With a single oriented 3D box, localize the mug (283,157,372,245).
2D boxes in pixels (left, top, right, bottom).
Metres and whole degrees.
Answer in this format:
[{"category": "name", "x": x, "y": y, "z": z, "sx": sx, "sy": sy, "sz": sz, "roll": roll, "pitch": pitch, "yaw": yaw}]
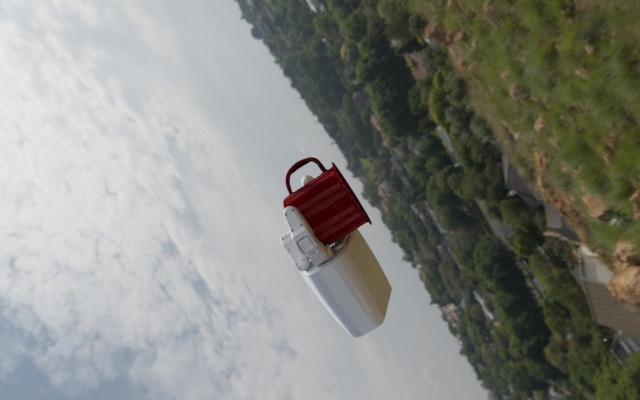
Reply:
[{"category": "mug", "x": -0.001, "y": 0.001, "z": 0.602, "sx": 0.081, "sy": 0.117, "sz": 0.093, "roll": -32, "pitch": 7, "yaw": 6}]
